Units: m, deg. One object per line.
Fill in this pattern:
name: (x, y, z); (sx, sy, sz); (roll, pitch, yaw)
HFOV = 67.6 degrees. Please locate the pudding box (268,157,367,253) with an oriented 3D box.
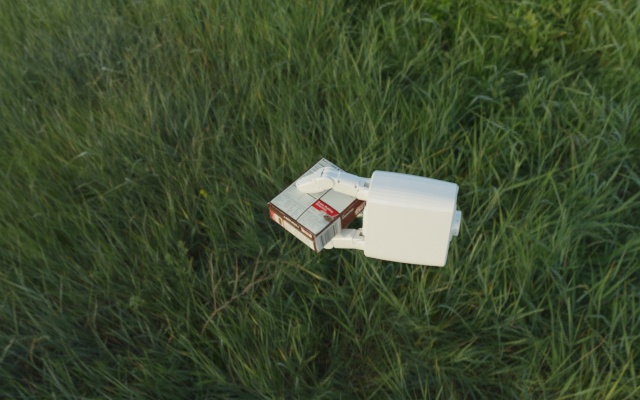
pudding box: (0.000, 0.002, 0.642); (0.090, 0.039, 0.113); (34, 60, 29)
